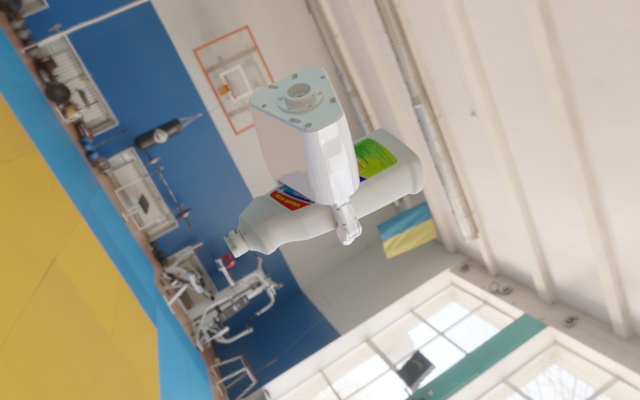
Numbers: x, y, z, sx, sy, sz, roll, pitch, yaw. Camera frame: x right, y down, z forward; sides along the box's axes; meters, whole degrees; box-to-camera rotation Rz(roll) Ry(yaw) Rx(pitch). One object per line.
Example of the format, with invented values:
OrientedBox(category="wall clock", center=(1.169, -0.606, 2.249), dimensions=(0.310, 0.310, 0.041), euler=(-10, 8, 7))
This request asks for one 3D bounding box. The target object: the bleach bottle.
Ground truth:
OrientedBox(category="bleach bottle", center=(0.000, 0.002, 0.600), dimensions=(0.251, 0.068, 0.102), euler=(-29, 48, -13))
